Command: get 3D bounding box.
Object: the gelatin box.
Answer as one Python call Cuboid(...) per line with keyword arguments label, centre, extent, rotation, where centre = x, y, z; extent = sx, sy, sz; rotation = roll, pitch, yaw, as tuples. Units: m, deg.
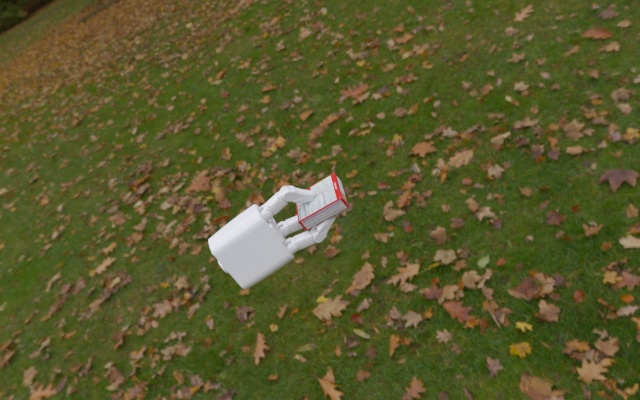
Cuboid(label="gelatin box", centre=(0.000, 0.002, 0.839), extent=(0.089, 0.073, 0.030), rotation=(-31, -53, 15))
